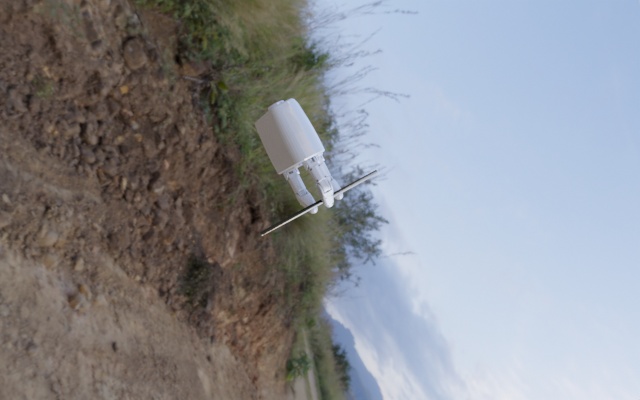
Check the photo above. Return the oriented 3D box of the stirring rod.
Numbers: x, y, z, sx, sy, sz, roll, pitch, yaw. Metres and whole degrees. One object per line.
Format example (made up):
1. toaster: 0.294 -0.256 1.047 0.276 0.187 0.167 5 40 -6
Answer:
1. stirring rod: 0.000 0.003 0.857 0.239 0.011 0.011 -28 6 -11
